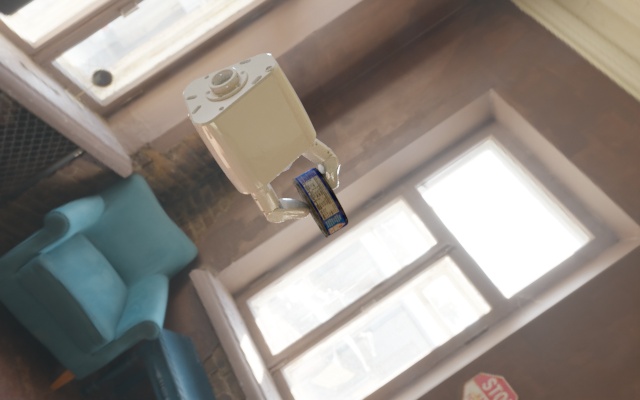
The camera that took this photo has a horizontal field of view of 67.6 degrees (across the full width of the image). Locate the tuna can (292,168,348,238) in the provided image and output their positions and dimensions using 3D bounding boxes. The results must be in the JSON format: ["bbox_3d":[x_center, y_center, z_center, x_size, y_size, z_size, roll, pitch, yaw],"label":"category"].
[{"bbox_3d":[0.001,0.002,0.603,0.034,0.086,0.086,-30,3,-5],"label":"tuna can"}]
